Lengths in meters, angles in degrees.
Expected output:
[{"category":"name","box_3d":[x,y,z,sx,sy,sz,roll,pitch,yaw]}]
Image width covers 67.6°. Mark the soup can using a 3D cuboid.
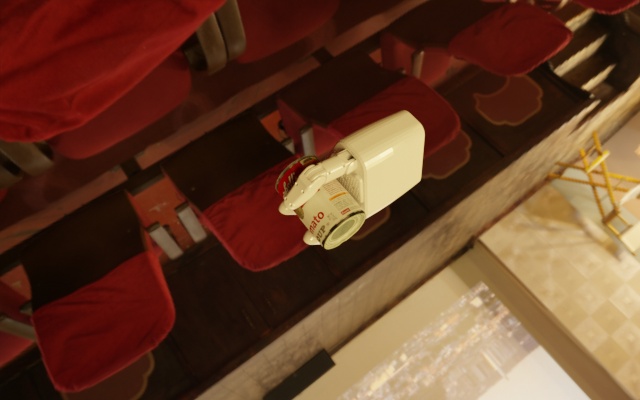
[{"category":"soup can","box_3d":[0.000,0.002,0.597,0.068,0.102,0.068,-33,-23,-16]}]
